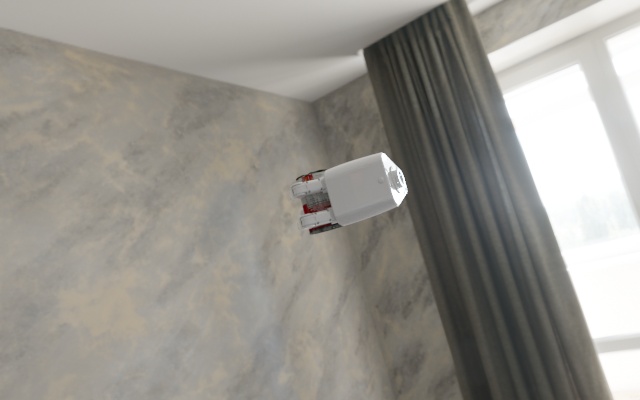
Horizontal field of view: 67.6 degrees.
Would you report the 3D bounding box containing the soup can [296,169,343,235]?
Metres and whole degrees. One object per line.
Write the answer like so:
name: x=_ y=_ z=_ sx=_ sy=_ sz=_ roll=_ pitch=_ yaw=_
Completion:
soup can: x=0.000 y=0.003 z=0.849 sx=0.068 sy=0.102 sz=0.068 roll=-15 pitch=-8 yaw=-2
